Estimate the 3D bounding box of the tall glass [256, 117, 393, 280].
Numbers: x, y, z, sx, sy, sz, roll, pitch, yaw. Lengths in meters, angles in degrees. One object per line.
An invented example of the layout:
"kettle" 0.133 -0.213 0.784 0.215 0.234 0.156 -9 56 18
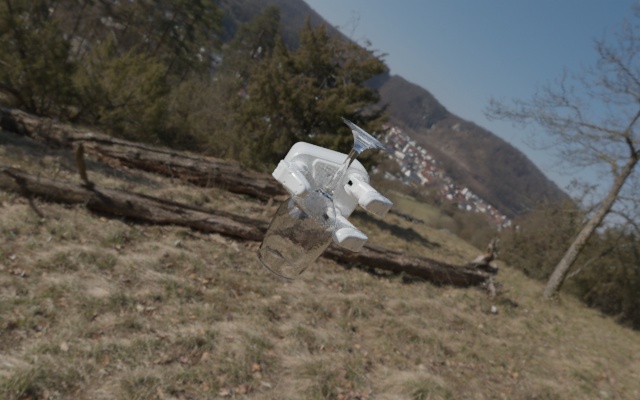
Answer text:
"tall glass" 0.000 0.001 0.587 0.079 0.201 0.079 33 12 -8
